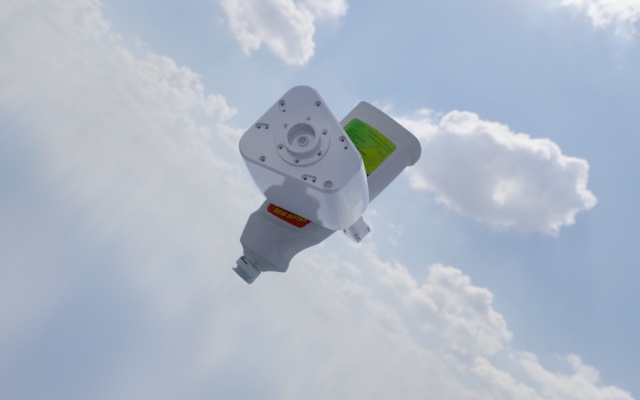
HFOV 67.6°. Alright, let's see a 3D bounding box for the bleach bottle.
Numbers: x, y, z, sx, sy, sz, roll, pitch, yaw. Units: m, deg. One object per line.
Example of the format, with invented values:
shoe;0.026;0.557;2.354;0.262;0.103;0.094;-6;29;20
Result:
bleach bottle;0.000;0.002;0.562;0.102;0.251;0.068;40;-10;18
